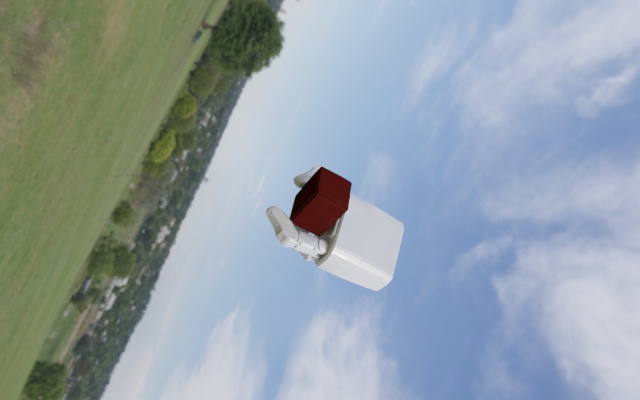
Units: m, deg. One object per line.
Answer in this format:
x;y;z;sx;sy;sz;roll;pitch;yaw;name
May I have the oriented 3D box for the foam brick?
0.000;0.002;0.654;0.051;0.053;0.078;27;-44;-17;foam brick
